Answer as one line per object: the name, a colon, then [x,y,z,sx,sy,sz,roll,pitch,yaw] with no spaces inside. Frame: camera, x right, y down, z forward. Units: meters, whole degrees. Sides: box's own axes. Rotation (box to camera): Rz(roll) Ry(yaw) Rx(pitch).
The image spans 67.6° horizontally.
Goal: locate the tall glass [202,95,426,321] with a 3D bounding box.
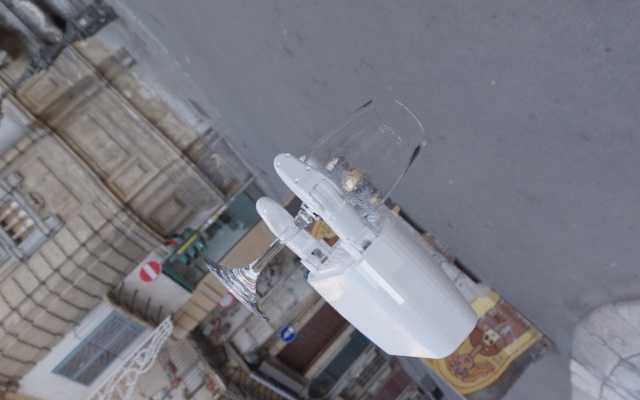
tall glass: [-0.001,0.002,0.400,0.079,0.201,0.079,43,-9,9]
